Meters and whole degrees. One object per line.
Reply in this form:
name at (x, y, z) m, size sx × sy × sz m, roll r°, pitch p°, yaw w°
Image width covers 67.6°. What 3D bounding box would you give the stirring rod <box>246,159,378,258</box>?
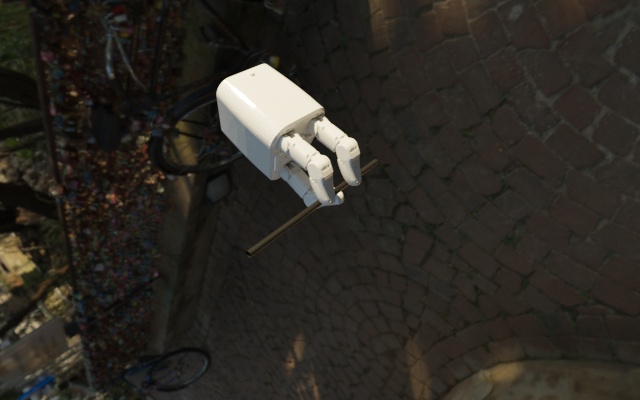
stirring rod at (0.000, 0.002, 0.577) m, size 0.011 × 0.011 × 0.239 m, roll 0°, pitch 27°, yaw 45°
